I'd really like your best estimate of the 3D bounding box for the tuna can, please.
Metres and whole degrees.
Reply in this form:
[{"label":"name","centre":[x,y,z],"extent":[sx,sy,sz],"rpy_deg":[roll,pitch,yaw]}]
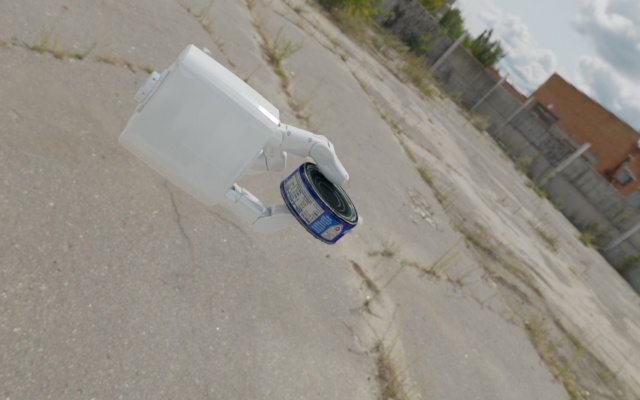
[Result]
[{"label":"tuna can","centre":[0.001,0.001,0.494],"extent":[0.034,0.086,0.086],"rpy_deg":[-41,-15,18]}]
